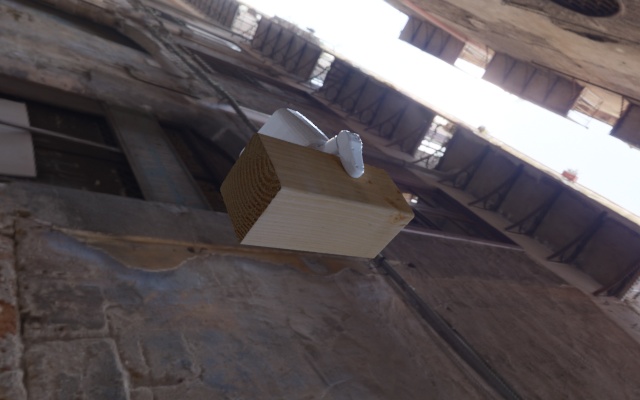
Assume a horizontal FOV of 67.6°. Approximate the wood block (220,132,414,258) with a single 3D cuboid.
[{"bbox_3d":[0.000,0.001,0.572,0.206,0.090,0.091,11,-51,-40],"label":"wood block"}]
